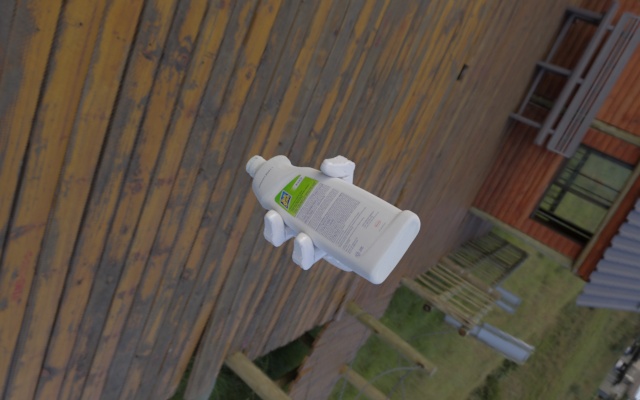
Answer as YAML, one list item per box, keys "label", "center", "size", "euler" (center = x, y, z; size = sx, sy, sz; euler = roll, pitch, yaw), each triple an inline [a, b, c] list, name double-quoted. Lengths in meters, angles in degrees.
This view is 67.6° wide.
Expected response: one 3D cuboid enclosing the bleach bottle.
- label: "bleach bottle"
  center: [0.000, 0.002, 0.637]
  size: [0.250, 0.102, 0.068]
  euler: [34, -6, 27]
